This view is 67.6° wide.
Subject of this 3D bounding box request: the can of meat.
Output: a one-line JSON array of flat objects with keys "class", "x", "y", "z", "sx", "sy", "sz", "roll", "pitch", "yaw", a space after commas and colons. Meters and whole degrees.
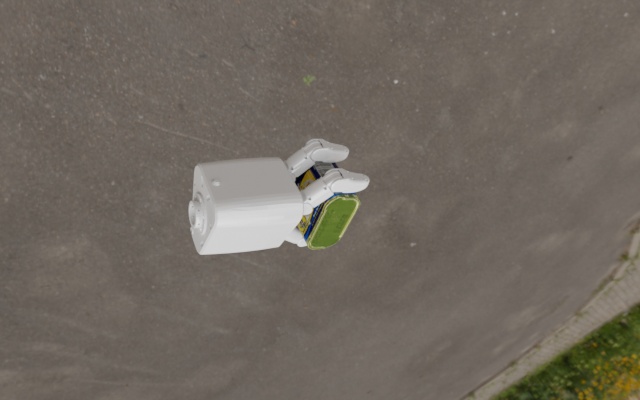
[{"class": "can of meat", "x": 0.000, "y": 0.002, "z": 0.631, "sx": 0.057, "sy": 0.102, "sz": 0.084, "roll": -3, "pitch": 46, "yaw": -32}]
